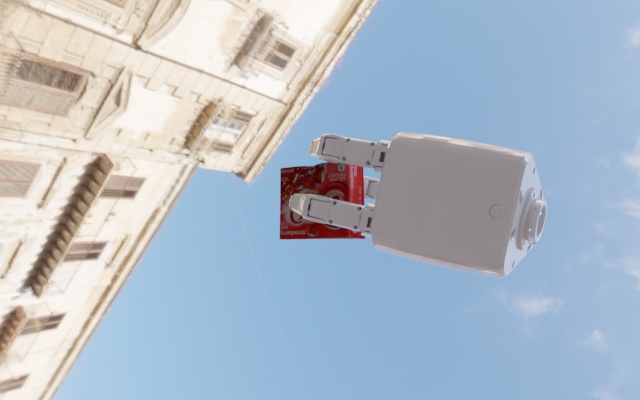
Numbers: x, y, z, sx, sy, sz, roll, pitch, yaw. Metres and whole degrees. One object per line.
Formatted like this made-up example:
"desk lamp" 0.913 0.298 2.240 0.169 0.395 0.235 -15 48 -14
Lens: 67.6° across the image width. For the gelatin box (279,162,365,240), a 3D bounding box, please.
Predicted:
"gelatin box" 0.000 0.002 0.465 0.089 0.073 0.030 -4 -6 39
